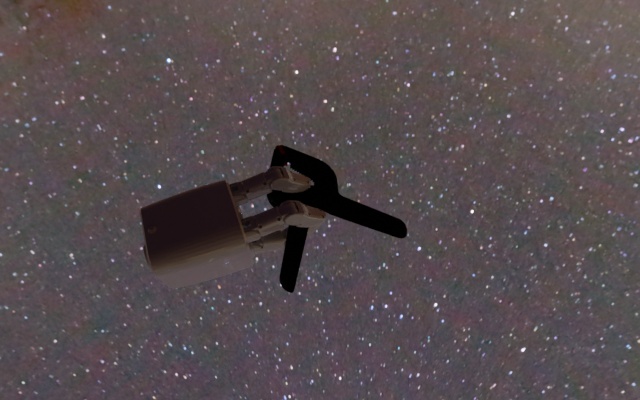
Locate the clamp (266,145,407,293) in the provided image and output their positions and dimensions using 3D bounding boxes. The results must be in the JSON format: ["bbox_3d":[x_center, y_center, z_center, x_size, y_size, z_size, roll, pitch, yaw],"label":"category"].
[{"bbox_3d":[0.000,0.002,0.609,0.164,0.209,0.036,-18,-36,-10],"label":"clamp"}]
